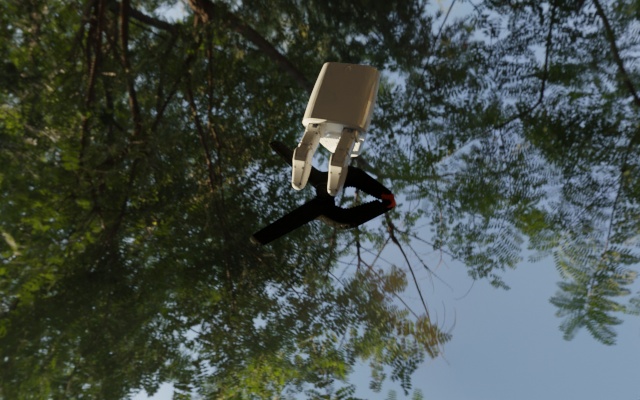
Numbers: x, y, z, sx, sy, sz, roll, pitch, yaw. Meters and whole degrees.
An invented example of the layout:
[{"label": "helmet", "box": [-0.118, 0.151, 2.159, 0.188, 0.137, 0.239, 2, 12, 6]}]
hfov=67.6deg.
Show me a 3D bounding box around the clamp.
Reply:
[{"label": "clamp", "box": [0.001, 0.002, 0.690, 0.210, 0.164, 0.036, 11, -15, 17]}]
